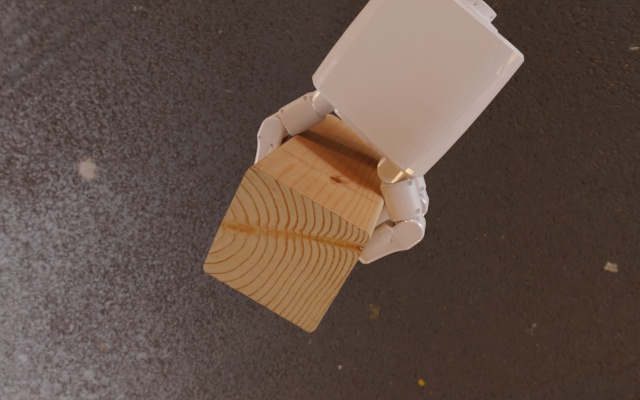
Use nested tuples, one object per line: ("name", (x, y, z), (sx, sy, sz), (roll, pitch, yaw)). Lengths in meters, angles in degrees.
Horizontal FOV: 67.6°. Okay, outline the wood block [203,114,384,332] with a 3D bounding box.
("wood block", (0.000, 0.001, 0.404), (0.091, 0.090, 0.206), (30, 24, 4))
